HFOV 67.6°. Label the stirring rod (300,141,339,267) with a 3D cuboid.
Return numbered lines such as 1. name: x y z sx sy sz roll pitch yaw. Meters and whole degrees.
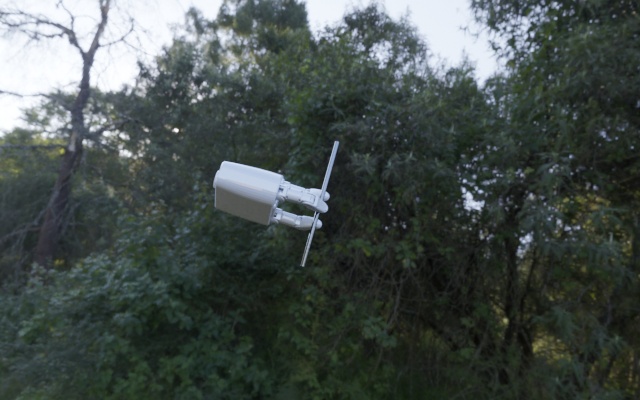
1. stirring rod: 0.000 0.003 0.862 0.011 0.239 0.011 15 -15 4
